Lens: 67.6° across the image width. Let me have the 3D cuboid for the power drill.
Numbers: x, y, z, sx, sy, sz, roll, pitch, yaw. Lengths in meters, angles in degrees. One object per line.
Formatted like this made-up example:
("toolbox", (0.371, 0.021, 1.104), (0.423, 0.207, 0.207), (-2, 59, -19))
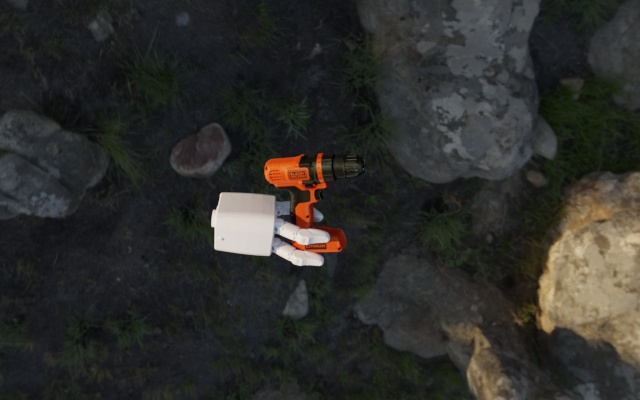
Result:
("power drill", (0.000, 0.003, 0.880), (0.184, 0.188, 0.057), (-2, 24, 16))
